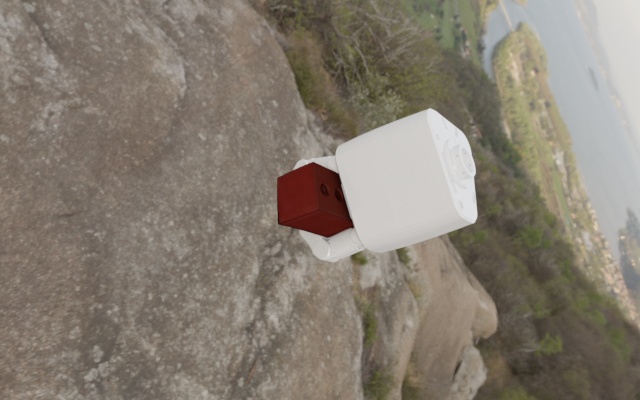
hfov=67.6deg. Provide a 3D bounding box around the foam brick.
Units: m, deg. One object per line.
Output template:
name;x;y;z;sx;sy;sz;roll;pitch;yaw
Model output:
foam brick;0.000;0.002;0.490;0.051;0.053;0.078;-21;-26;36
